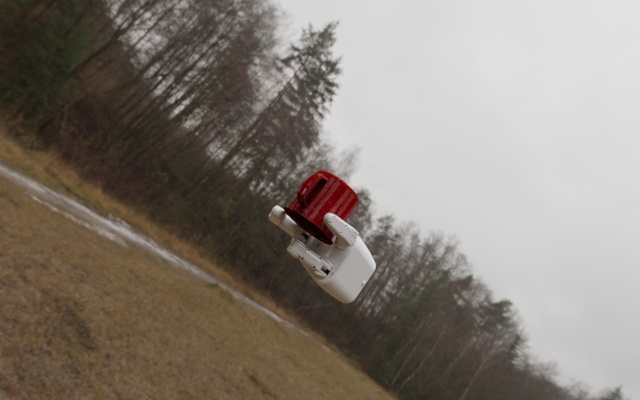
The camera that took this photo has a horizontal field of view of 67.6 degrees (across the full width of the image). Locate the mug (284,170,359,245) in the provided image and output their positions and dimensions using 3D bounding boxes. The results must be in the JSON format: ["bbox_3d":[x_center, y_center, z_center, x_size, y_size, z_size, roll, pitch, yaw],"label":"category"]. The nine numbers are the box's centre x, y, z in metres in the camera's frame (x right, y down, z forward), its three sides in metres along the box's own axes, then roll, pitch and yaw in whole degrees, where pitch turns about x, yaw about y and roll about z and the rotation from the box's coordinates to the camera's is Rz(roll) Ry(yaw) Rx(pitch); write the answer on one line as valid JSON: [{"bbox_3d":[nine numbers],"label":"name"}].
[{"bbox_3d":[0.000,0.001,0.721,0.093,0.081,0.117,28,-16,35],"label":"mug"}]
